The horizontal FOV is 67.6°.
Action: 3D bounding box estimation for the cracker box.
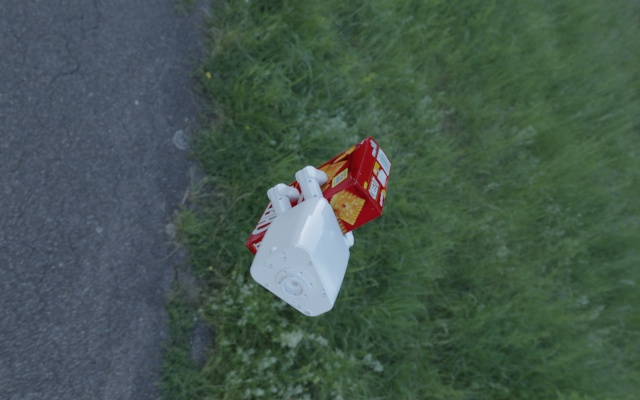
[{"bbox_3d":[0.000,0.003,0.751,0.214,0.072,0.164,-29,20,27],"label":"cracker box"}]
